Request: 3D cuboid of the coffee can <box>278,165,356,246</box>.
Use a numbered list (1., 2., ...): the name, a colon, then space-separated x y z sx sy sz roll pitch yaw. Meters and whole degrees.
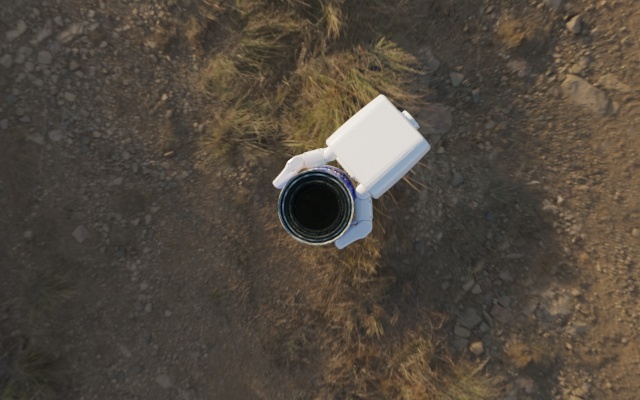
1. coffee can: 0.000 0.002 0.700 0.103 0.103 0.140 0 6 5
